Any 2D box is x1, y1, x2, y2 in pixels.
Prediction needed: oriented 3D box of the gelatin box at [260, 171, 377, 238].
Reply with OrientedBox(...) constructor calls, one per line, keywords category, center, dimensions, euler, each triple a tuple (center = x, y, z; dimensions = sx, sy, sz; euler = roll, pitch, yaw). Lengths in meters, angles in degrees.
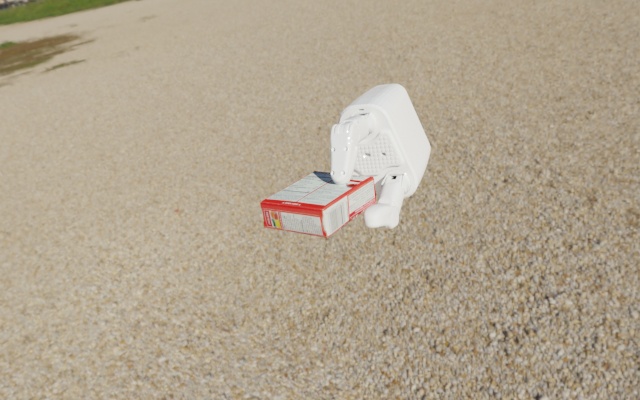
OrientedBox(category="gelatin box", center=(0.000, 0.001, 0.450), dimensions=(0.073, 0.030, 0.089), euler=(7, 25, 36))
